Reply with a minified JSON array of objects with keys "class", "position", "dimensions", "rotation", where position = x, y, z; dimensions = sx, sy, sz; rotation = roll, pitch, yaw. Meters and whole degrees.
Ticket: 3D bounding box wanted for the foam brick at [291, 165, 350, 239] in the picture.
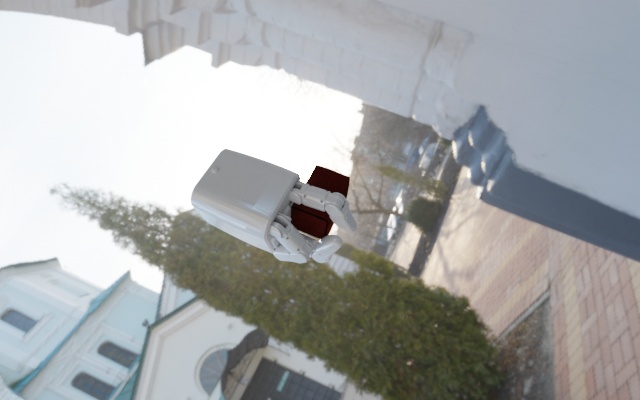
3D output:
[{"class":"foam brick","position":[0.000,0.002,0.629],"dimensions":[0.051,0.078,0.053],"rotation":[22,-34,10]}]
